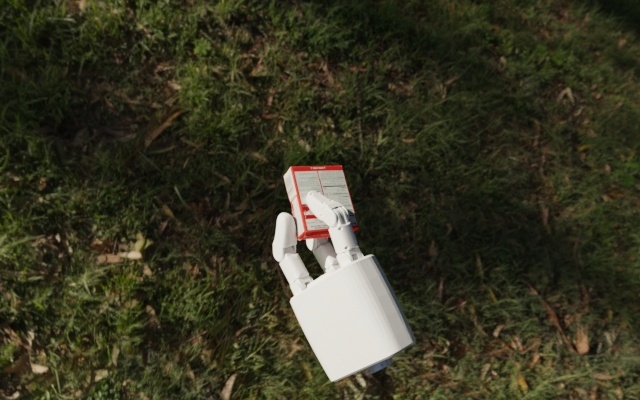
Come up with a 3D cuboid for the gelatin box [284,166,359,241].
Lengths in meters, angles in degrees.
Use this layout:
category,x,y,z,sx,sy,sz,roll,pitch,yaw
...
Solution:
category,x,y,z,sx,sy,sz,roll,pitch,yaw
gelatin box,0.000,0.001,0.589,0.073,0.089,0.030,-4,-21,-27
